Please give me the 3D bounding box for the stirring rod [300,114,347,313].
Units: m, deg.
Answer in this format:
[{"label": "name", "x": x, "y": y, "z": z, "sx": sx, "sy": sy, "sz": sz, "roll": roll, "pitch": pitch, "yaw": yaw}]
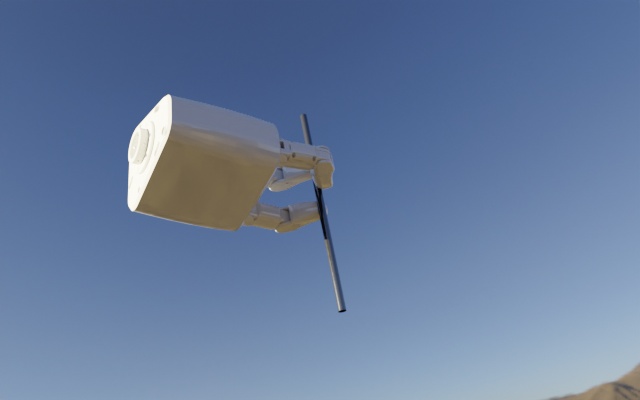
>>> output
[{"label": "stirring rod", "x": 0.000, "y": 0.002, "z": 0.507, "sx": 0.011, "sy": 0.239, "sz": 0.011, "roll": -8, "pitch": -30, "yaw": -5}]
